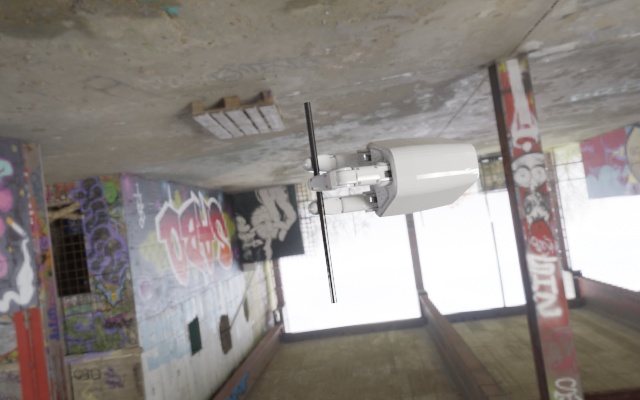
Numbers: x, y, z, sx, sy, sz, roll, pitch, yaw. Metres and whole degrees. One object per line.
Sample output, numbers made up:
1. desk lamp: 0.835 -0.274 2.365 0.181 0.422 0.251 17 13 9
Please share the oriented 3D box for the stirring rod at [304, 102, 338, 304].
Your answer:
1. stirring rod: 0.000 0.002 0.568 0.011 0.239 0.011 -8 -3 0
